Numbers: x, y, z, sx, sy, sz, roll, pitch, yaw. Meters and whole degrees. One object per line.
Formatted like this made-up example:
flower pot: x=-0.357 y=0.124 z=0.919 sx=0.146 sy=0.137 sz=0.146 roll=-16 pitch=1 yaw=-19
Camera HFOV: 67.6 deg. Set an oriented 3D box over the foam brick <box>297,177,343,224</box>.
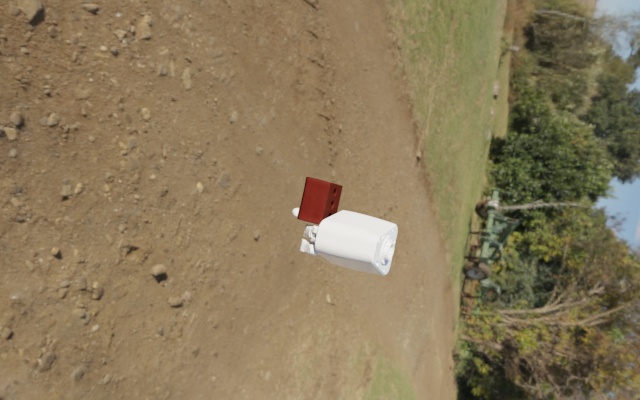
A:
foam brick: x=0.000 y=0.002 z=0.850 sx=0.051 sy=0.078 sz=0.053 roll=12 pitch=0 yaw=29
